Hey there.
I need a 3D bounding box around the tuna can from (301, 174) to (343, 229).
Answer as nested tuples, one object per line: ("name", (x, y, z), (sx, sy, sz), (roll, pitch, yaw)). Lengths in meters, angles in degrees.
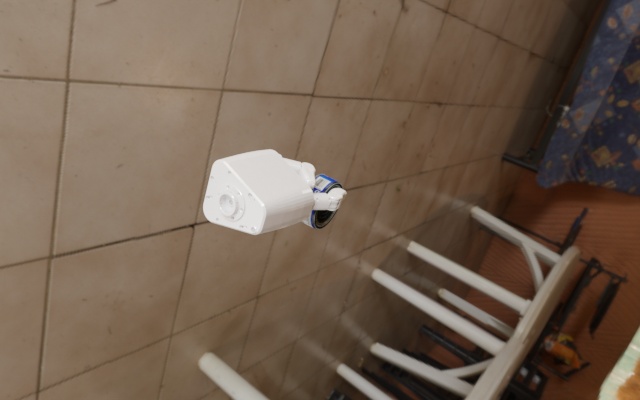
("tuna can", (0.001, 0.003, 0.768), (0.033, 0.086, 0.086), (26, 11, 24))
